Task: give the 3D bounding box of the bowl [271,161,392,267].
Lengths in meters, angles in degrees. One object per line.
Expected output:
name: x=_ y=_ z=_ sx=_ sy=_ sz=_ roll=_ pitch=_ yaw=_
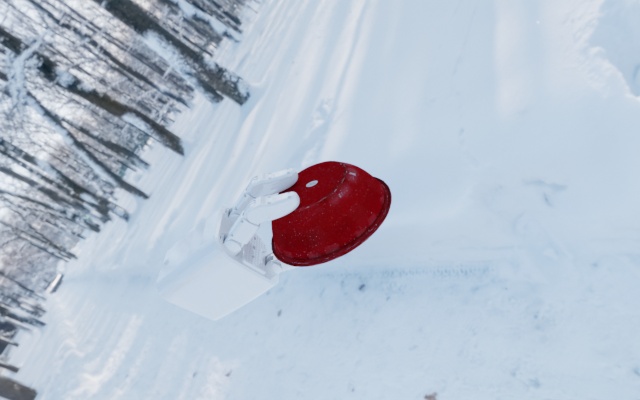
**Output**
bowl: x=0.001 y=0.001 z=0.568 sx=0.162 sy=0.055 sz=0.162 roll=-22 pitch=30 yaw=14
